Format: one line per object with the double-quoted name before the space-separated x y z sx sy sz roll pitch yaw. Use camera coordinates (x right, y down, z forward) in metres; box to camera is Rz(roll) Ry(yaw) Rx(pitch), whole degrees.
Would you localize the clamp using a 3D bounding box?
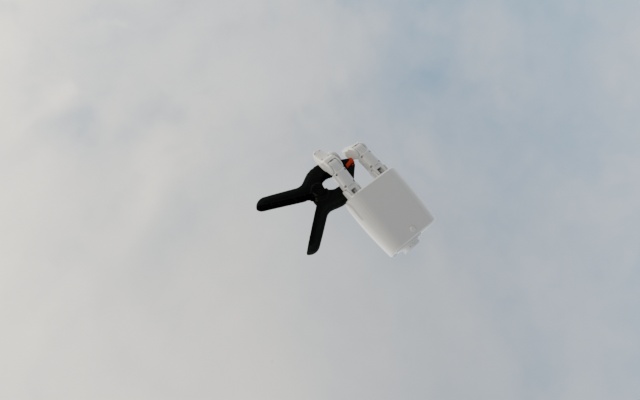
"clamp" 0.000 0.002 0.744 0.171 0.120 0.039 -36 -14 -16
